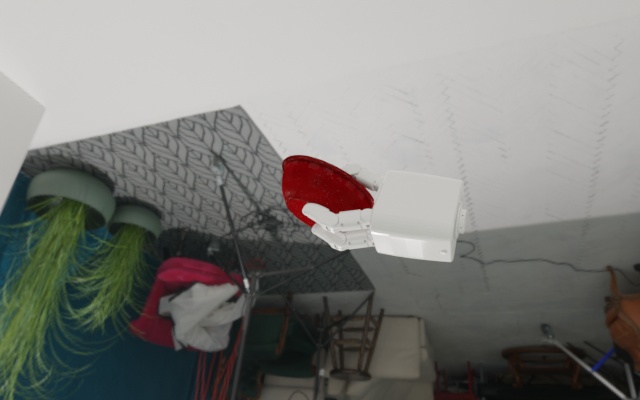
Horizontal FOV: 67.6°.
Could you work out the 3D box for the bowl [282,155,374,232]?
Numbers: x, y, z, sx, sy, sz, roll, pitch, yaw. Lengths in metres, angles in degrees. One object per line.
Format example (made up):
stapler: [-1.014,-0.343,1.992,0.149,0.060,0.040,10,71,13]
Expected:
bowl: [-0.001,0.003,0.720,0.162,0.055,0.162,26,-22,11]
